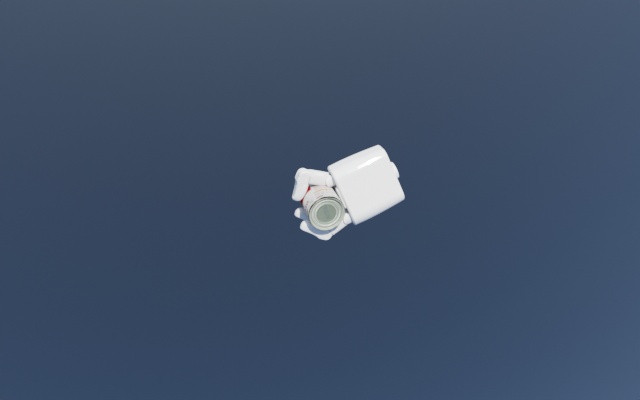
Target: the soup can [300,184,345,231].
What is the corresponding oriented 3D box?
[{"bbox_3d":[0.000,0.003,0.873,0.068,0.068,0.102,0,25,-15],"label":"soup can"}]
